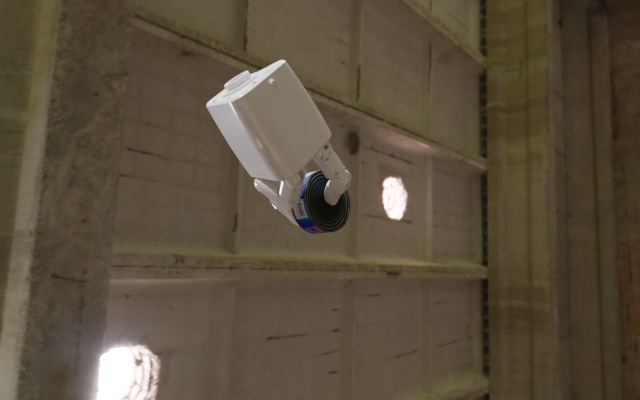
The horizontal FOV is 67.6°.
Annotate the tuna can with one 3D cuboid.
[{"bbox_3d":[0.000,0.002,0.648,0.086,0.086,0.034,0,-8,-45],"label":"tuna can"}]
